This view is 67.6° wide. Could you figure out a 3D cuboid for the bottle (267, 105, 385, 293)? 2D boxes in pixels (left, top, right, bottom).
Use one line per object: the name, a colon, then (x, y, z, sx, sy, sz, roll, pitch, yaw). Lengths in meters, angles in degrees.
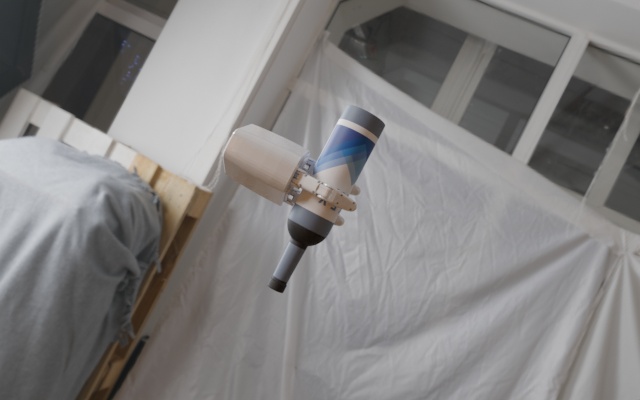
bottle: (0.000, 0.002, 0.718, 0.069, 0.295, 0.069, 28, -1, 1)
